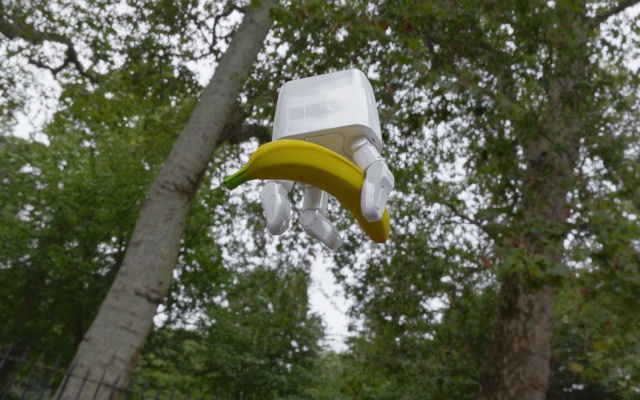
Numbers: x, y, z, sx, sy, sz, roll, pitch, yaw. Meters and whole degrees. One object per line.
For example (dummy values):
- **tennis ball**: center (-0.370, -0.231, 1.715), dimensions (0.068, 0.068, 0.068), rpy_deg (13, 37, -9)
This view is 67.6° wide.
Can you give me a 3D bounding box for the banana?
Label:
- **banana**: center (0.008, -0.013, 0.465), dimensions (0.198, 0.070, 0.037), rpy_deg (22, 30, -31)
